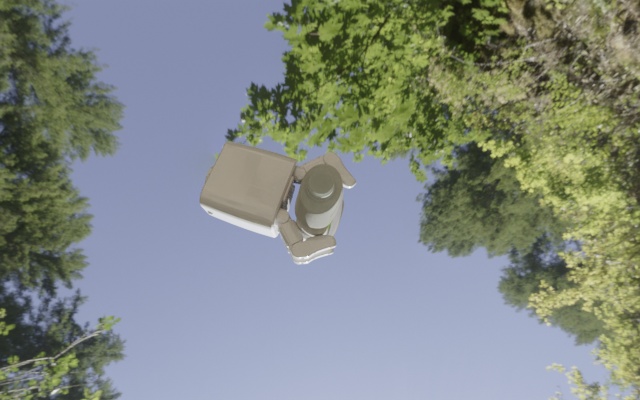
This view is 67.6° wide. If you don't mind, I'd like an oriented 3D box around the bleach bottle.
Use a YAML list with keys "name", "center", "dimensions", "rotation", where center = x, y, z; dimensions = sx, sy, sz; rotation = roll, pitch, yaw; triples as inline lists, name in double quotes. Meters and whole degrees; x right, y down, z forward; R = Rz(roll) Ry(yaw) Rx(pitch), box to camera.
- name: "bleach bottle"
  center: [0.000, 0.002, 0.660]
  dimensions: [0.068, 0.102, 0.251]
  rotation: [18, -14, 3]
